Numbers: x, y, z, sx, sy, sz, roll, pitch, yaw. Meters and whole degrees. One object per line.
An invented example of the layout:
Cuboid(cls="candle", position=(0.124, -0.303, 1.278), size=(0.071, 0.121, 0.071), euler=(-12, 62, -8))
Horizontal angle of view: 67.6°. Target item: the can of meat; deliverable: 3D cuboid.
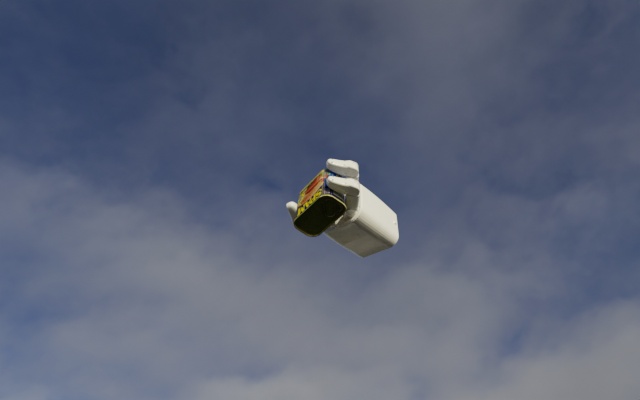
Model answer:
Cuboid(cls="can of meat", position=(0.000, 0.003, 0.873), size=(0.057, 0.084, 0.102), euler=(33, -56, -22))
